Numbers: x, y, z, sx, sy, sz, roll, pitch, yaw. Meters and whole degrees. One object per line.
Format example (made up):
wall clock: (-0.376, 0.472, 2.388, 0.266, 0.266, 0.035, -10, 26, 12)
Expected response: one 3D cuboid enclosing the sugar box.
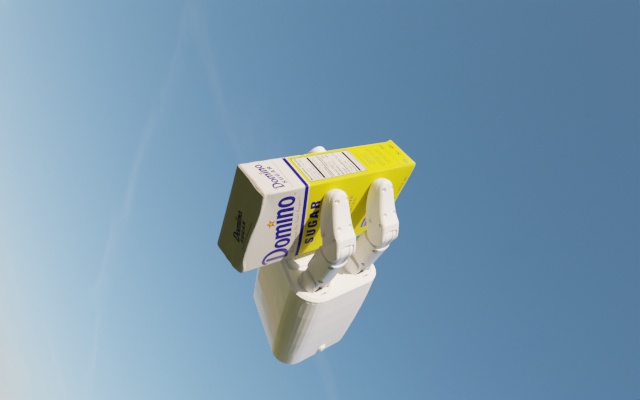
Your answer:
sugar box: (0.000, 0.002, 0.435, 0.176, 0.093, 0.048, -17, 52, -39)
